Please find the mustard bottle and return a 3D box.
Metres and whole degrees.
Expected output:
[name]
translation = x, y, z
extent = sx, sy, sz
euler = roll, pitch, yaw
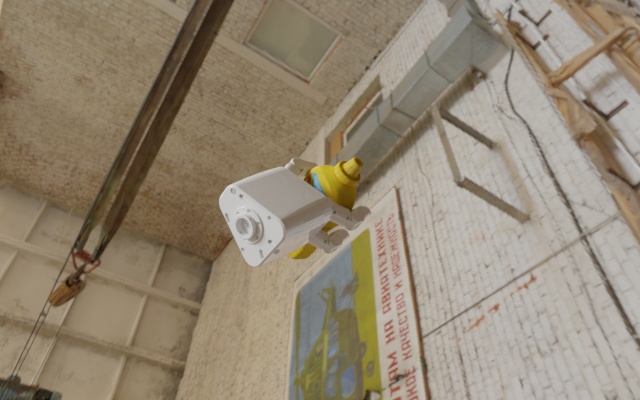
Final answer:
[mustard bottle]
translation = 0.000, 0.003, 0.736
extent = 0.058, 0.096, 0.192
euler = 6, -41, -41
